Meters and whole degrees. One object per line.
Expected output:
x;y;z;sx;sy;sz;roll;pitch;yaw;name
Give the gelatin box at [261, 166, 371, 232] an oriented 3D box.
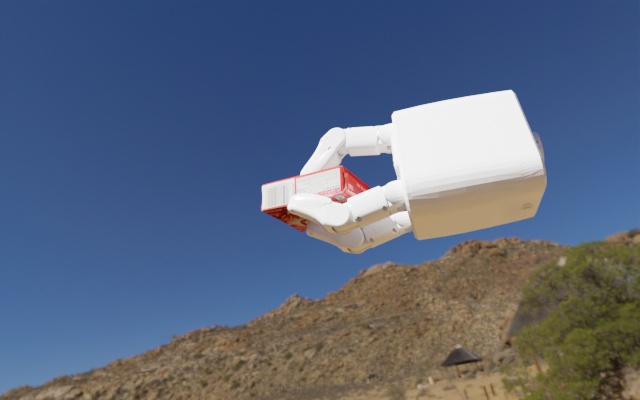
0.000;0.001;0.456;0.089;0.030;0.073;-12;-24;26;gelatin box
